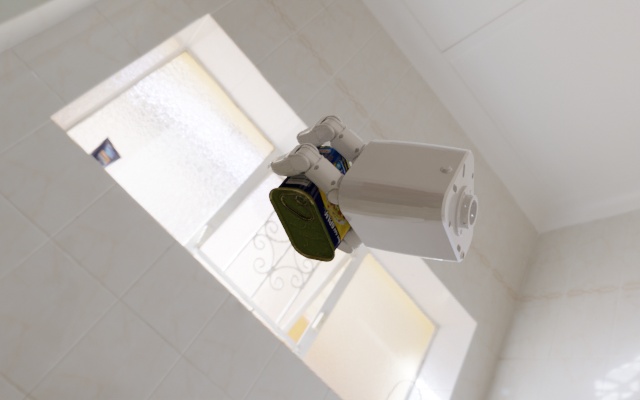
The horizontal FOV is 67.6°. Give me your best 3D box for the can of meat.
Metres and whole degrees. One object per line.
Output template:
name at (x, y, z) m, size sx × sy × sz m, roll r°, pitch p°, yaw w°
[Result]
can of meat at (0.000, 0.002, 0.528) m, size 0.057 × 0.102 × 0.084 m, roll 5°, pitch 43°, yaw 35°
